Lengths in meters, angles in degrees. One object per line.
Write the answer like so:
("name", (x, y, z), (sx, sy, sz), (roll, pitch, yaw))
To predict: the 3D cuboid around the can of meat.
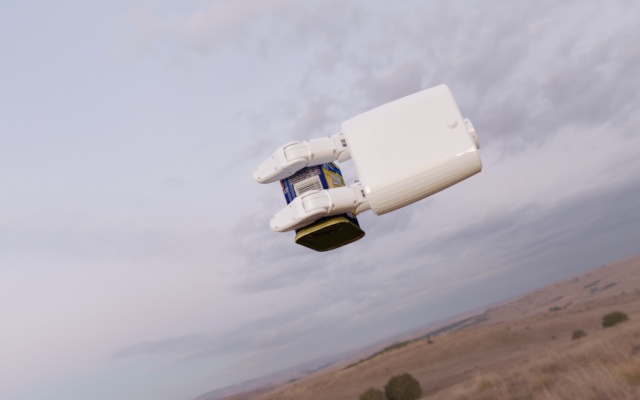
("can of meat", (0.000, 0.001, 0.503), (0.057, 0.084, 0.102), (-22, -19, 13))
